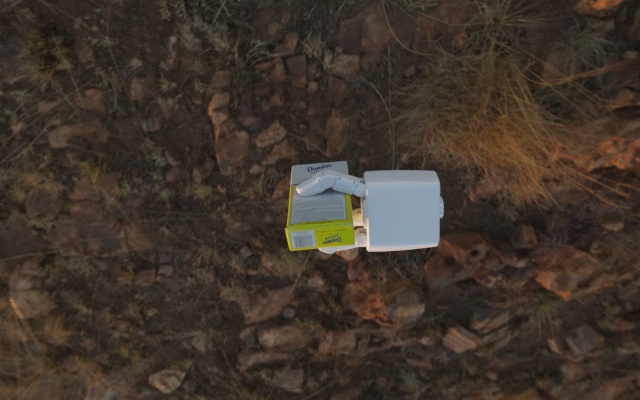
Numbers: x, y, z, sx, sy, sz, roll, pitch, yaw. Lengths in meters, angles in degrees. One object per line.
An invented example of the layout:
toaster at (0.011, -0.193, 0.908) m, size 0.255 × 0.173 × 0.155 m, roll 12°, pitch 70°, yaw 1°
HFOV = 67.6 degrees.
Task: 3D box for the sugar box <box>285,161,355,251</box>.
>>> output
sugar box at (0.000, 0.003, 0.719) m, size 0.093 × 0.048 × 0.176 m, roll -5°, pitch 30°, yaw 4°
